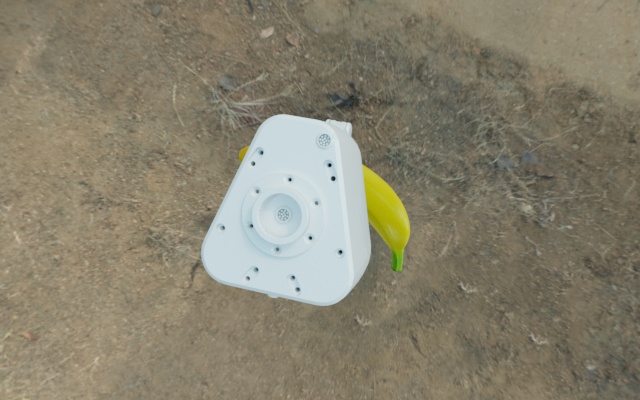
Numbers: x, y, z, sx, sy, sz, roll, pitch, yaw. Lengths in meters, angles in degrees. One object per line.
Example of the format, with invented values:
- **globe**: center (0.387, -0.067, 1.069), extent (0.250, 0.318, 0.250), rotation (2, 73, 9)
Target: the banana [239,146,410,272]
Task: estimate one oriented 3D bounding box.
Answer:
- **banana**: center (0.013, -0.012, 0.459), extent (0.198, 0.069, 0.037), rotation (36, 12, 5)
